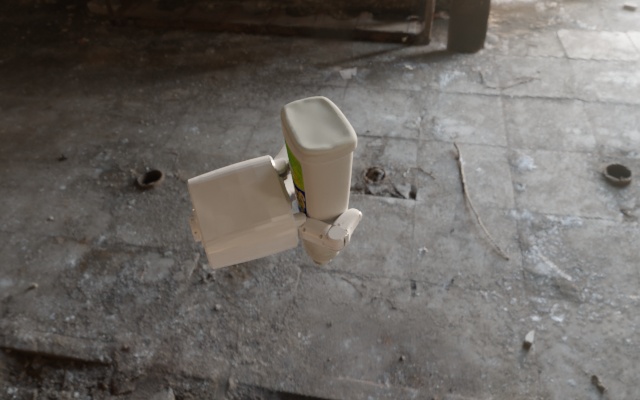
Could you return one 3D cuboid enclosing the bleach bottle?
[{"bbox_3d":[0.000,0.002,0.596,0.068,0.251,0.102,-16,48,-12],"label":"bleach bottle"}]
